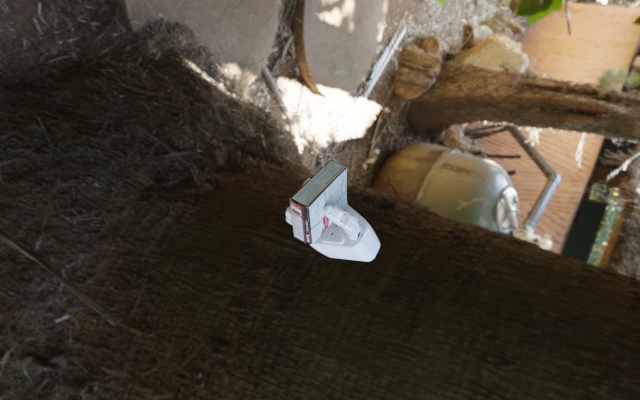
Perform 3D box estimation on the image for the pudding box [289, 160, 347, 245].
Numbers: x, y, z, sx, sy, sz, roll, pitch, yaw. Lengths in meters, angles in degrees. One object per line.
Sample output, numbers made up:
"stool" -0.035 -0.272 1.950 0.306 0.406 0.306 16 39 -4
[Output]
"pudding box" 0.000 0.003 0.767 0.039 0.090 0.113 22 50 26
